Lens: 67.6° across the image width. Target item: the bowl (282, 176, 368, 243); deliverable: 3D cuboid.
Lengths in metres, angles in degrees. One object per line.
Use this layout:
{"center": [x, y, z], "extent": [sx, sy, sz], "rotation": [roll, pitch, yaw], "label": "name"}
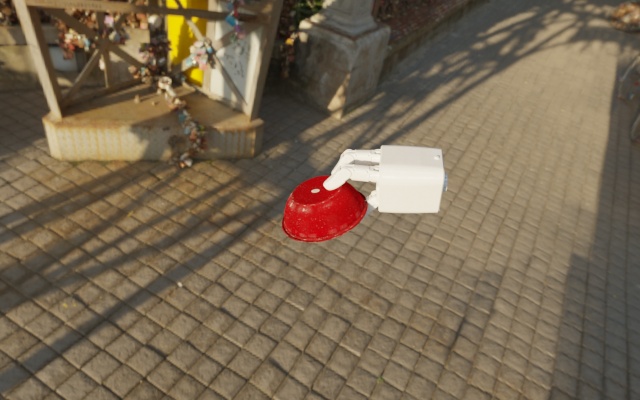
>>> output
{"center": [-0.001, 0.003, 0.851], "extent": [0.162, 0.055, 0.162], "rotation": [-13, 32, 9], "label": "bowl"}
